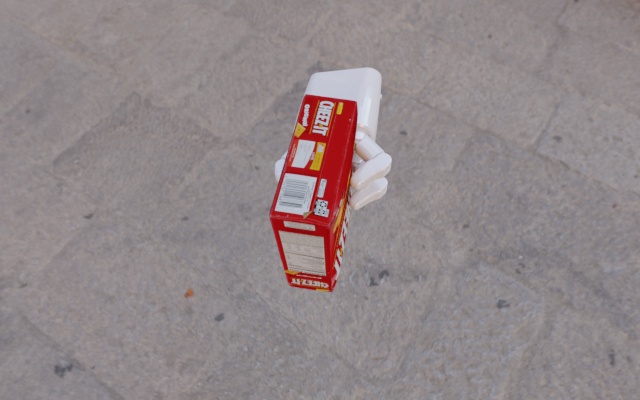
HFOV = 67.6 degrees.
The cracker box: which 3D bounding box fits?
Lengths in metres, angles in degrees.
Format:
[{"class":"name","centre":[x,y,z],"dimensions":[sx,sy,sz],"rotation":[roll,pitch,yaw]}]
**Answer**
[{"class":"cracker box","centre":[0.000,0.002,0.597],"dimensions":[0.072,0.164,0.214],"rotation":[9,-28,8]}]
